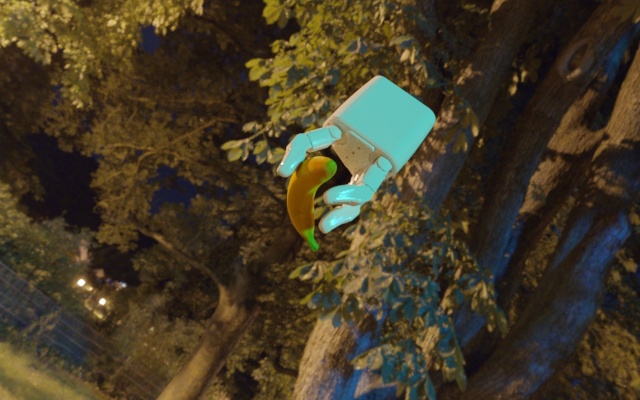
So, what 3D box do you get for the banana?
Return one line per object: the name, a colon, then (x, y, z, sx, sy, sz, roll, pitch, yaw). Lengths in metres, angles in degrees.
banana: (-0.014, -0.007, 0.630, 0.069, 0.037, 0.198, 38, -29, 18)
